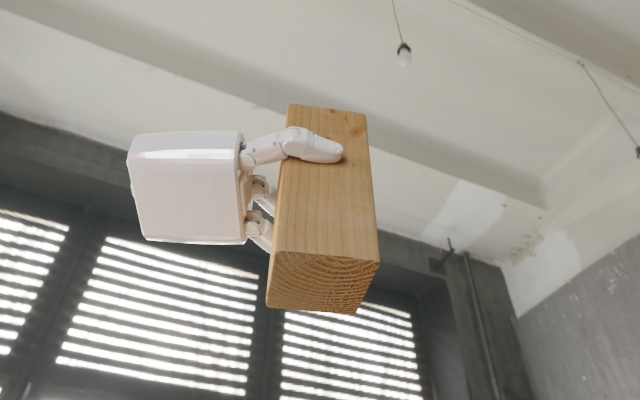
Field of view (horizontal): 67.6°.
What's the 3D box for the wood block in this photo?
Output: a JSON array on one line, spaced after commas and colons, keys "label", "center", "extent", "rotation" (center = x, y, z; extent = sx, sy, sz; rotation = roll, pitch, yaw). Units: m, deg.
[{"label": "wood block", "center": [0.000, 0.001, 0.492], "extent": [0.090, 0.206, 0.091], "rotation": [7, -44, -7]}]
